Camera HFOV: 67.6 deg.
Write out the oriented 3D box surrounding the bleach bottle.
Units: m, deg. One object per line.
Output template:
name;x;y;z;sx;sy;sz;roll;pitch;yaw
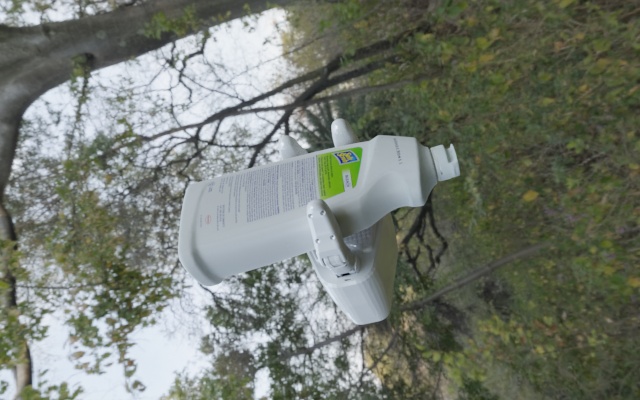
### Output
bleach bottle;0.000;0.001;0.436;0.251;0.102;0.068;-14;-38;11
